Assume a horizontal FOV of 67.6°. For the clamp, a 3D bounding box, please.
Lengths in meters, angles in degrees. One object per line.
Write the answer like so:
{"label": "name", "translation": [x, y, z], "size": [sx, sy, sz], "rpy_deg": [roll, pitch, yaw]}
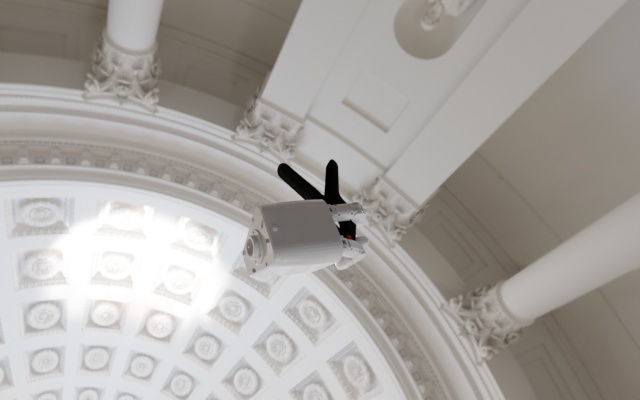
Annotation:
{"label": "clamp", "translation": [0.000, 0.003, 0.761], "size": [0.120, 0.171, 0.039], "rpy_deg": [-3, -33, -30]}
